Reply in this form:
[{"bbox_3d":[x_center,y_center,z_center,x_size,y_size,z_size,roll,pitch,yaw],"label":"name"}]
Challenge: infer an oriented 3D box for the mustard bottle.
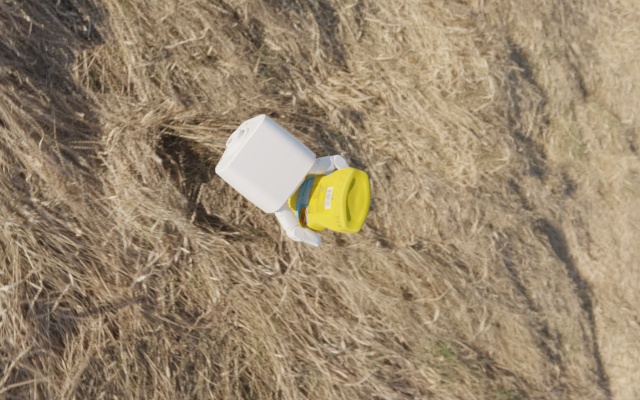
[{"bbox_3d":[0.001,0.003,0.775,0.058,0.096,0.191,11,-8,-33],"label":"mustard bottle"}]
